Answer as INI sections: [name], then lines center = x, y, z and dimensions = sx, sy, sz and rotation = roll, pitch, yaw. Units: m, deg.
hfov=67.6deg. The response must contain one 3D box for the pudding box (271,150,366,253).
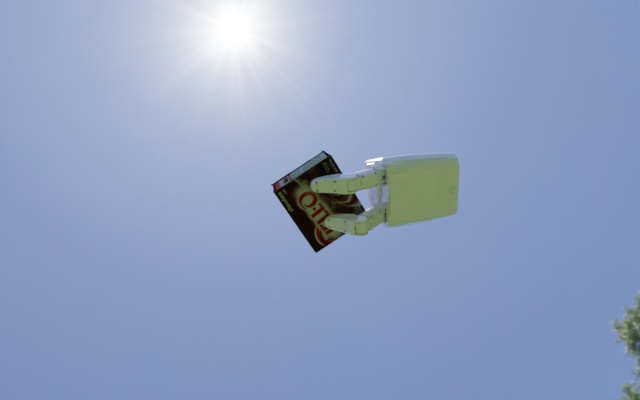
[pudding box]
center = 0.000, 0.002, 0.649
dimensions = 0.090, 0.113, 0.039
rotation = -34, 22, -1
